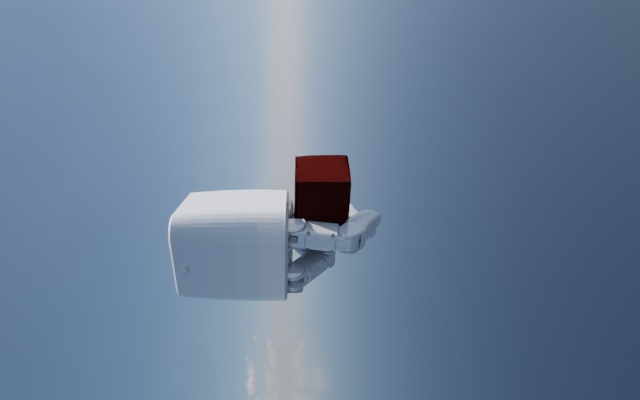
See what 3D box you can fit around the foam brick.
[{"bbox_3d":[0.000,0.001,0.460,0.051,0.078,0.053,1,32,-3],"label":"foam brick"}]
